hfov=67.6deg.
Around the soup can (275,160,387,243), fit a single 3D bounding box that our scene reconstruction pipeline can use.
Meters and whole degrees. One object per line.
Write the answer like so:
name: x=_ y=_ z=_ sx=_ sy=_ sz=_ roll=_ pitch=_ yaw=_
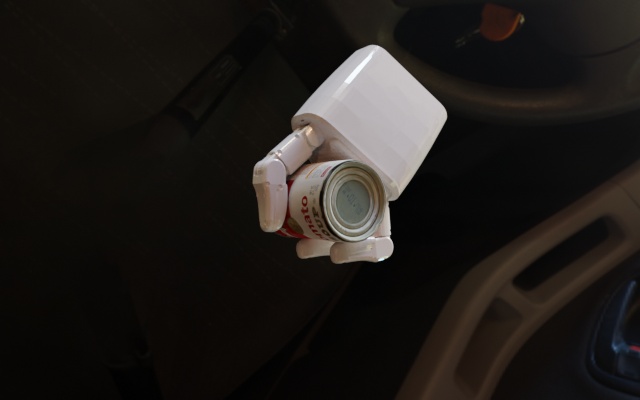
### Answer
soup can: x=0.000 y=0.002 z=0.418 sx=0.068 sy=0.068 sz=0.102 roll=0 pitch=0 yaw=-34
